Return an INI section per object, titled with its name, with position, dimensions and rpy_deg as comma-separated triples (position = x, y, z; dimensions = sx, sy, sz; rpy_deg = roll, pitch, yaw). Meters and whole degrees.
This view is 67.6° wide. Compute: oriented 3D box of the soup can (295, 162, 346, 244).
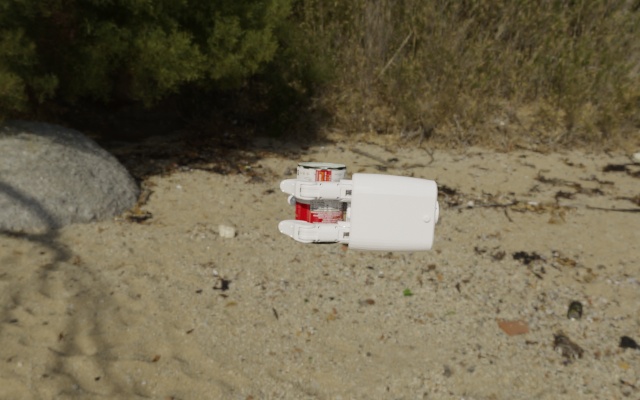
[soup can]
position = 0.000, 0.002, 0.647
dimensions = 0.068, 0.102, 0.068
rpy_deg = 3, 9, 0
